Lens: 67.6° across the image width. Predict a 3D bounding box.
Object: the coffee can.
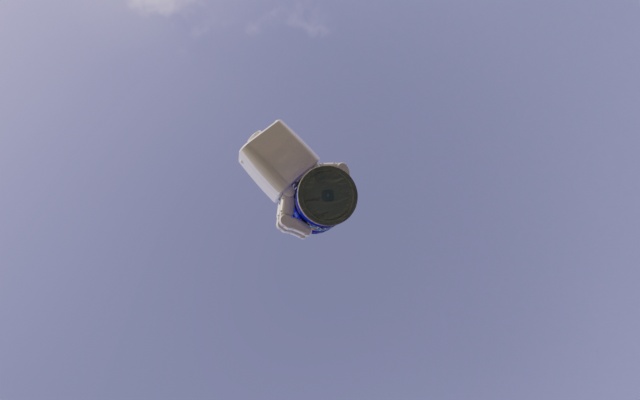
[{"bbox_3d":[0.000,0.003,0.859,0.103,0.103,0.140,0,-10,-10],"label":"coffee can"}]
